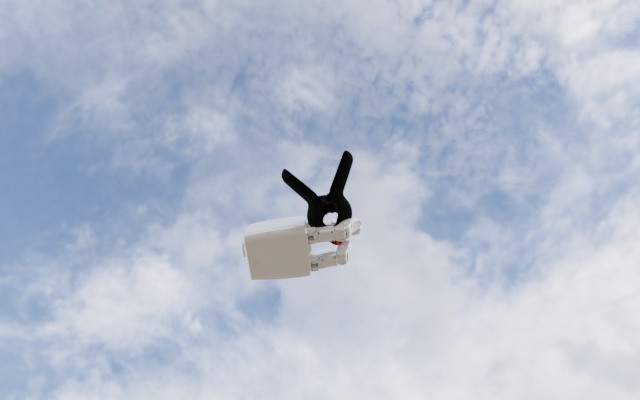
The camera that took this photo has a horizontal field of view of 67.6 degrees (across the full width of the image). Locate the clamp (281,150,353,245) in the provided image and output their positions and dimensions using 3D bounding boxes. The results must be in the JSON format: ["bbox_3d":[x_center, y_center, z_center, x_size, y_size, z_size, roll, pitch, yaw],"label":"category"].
[{"bbox_3d":[0.000,0.003,0.813,0.120,0.171,0.039,-6,25,-2],"label":"clamp"}]
